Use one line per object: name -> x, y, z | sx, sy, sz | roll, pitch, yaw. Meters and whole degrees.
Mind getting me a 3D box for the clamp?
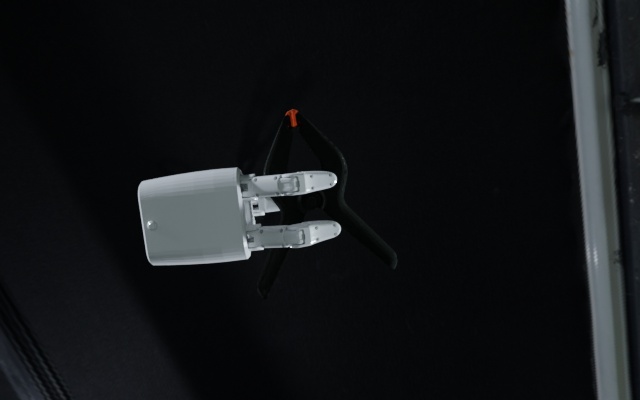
clamp -> 0.000, 0.001, 0.542 | 0.164, 0.210, 0.036 | -6, 8, -5
